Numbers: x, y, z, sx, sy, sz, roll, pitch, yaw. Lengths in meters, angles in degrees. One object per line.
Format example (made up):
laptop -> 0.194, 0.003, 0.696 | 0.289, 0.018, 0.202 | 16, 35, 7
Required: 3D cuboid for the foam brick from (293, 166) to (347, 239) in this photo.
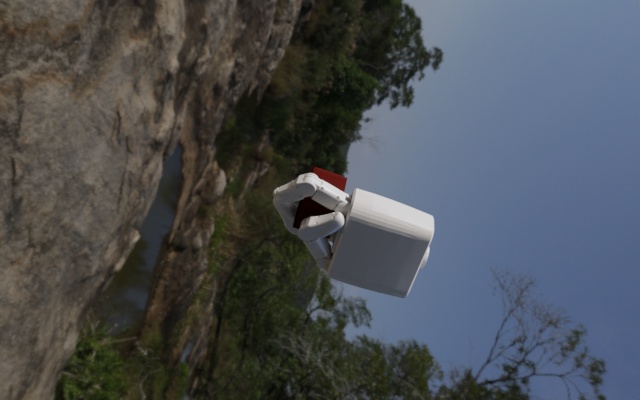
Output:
foam brick -> 0.000, 0.002, 0.632 | 0.051, 0.053, 0.078 | 17, 37, 0
